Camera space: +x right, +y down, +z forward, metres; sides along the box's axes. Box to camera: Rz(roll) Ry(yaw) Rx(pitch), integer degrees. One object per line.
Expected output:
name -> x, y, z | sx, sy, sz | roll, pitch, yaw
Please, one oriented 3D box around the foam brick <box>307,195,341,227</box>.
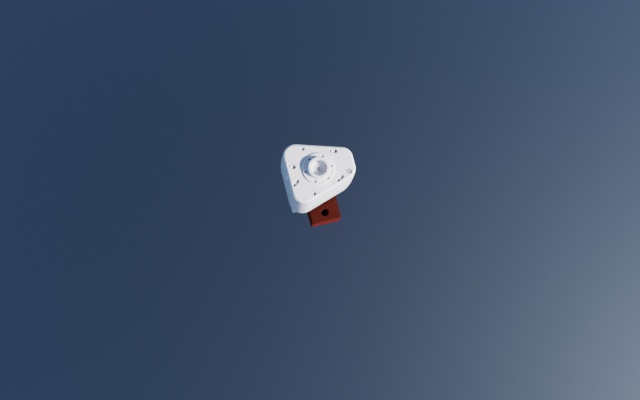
foam brick -> 0.000, 0.003, 0.845 | 0.053, 0.078, 0.051 | -14, -6, -6
